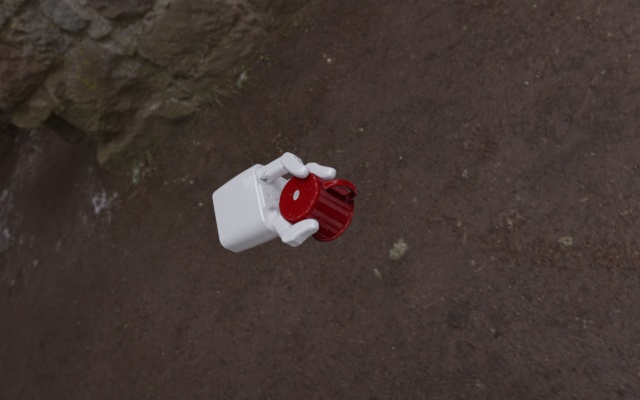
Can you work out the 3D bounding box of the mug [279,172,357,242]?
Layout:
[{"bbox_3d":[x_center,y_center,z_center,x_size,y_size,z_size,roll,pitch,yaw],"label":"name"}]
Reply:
[{"bbox_3d":[0.001,0.002,0.722,0.117,0.093,0.081,-27,-38,31],"label":"mug"}]
